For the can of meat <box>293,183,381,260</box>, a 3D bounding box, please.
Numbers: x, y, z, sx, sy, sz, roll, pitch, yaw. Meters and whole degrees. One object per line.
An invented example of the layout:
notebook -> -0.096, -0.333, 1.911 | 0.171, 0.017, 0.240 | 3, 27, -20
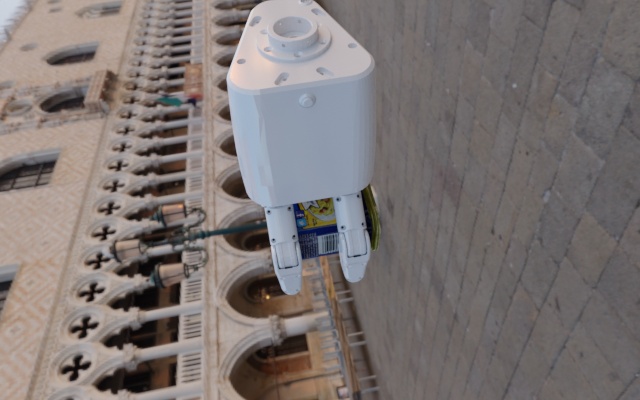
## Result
can of meat -> 0.000, 0.001, 0.429 | 0.084, 0.102, 0.057 | -9, -35, -6
